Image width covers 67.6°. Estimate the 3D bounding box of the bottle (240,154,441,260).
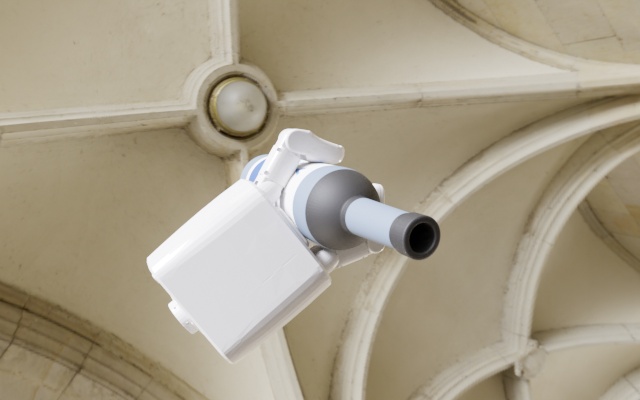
[{"bbox_3d":[0.000,0.001,0.414,0.069,0.069,0.295,0,8,-25],"label":"bottle"}]
